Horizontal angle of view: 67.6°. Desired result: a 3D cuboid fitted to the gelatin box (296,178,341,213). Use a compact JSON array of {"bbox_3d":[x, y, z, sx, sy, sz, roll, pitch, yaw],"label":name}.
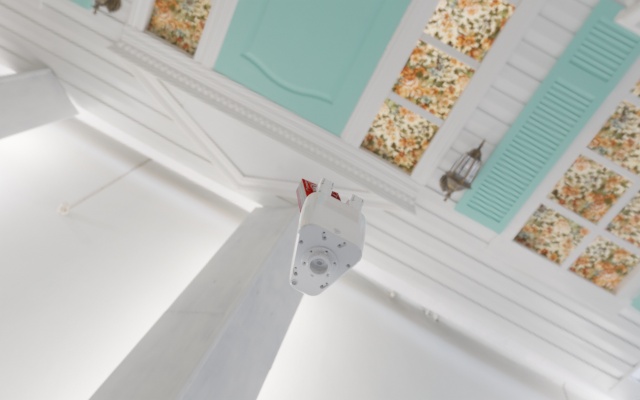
[{"bbox_3d":[0.000,0.003,0.808,0.073,0.030,0.089,22,20,-17],"label":"gelatin box"}]
